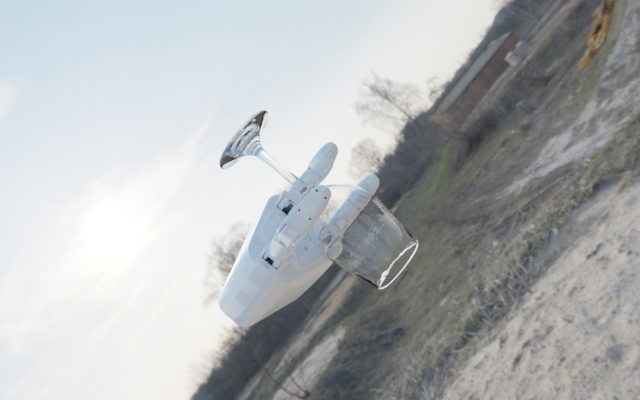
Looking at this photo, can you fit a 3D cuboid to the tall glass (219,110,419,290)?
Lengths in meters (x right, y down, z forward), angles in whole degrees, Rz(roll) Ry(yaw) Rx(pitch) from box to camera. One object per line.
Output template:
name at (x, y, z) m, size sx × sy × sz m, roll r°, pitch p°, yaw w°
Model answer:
tall glass at (0.000, 0.001, 0.474) m, size 0.201 × 0.079 × 0.079 m, roll 39°, pitch 3°, yaw 4°
